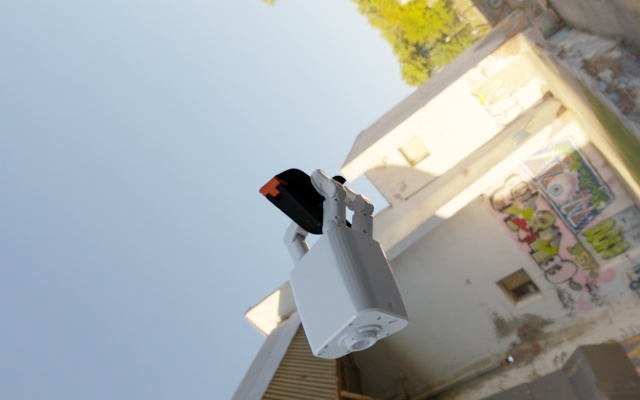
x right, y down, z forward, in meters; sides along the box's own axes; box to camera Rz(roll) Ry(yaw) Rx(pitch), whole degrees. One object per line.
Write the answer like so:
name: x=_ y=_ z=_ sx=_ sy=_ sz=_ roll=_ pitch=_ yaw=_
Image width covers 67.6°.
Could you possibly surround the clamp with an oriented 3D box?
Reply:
clamp: x=-0.001 y=0.003 z=0.620 sx=0.036 sy=0.164 sz=0.210 roll=-40 pitch=-41 yaw=21
